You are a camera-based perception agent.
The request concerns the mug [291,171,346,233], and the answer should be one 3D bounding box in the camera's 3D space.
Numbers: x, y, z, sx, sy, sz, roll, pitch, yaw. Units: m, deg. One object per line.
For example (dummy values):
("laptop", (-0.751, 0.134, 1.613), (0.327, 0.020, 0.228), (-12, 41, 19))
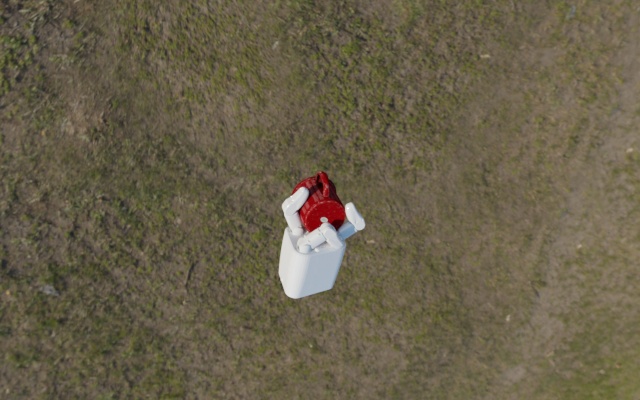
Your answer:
("mug", (0.001, 0.002, 0.892), (0.093, 0.117, 0.081), (0, 31, -19))
